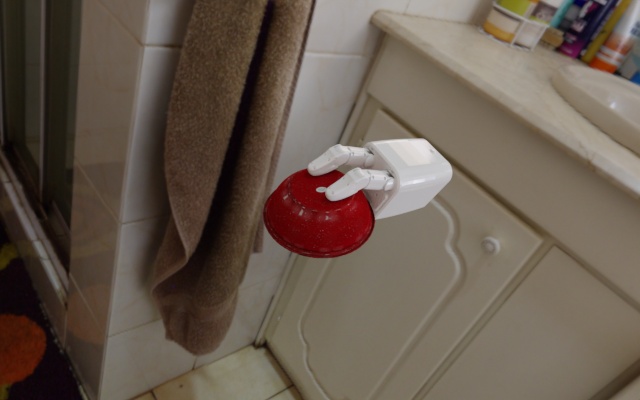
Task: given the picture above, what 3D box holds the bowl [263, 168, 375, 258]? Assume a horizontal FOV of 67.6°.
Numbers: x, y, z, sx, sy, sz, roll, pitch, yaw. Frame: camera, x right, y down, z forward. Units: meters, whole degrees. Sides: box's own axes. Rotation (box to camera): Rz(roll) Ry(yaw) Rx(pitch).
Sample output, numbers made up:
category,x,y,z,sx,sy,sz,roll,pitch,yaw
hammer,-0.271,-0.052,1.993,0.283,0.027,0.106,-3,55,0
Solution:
category,x,y,z,sx,sy,sz,roll,pitch,yaw
bowl,-0.001,0.002,0.668,0.162,0.055,0.162,3,44,-3
